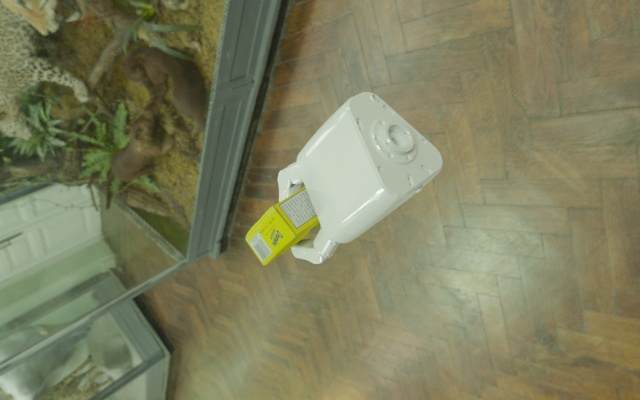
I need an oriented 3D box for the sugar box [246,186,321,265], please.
[{"bbox_3d":[0.000,0.002,0.564,0.176,0.048,0.093,-32,-7,-38],"label":"sugar box"}]
